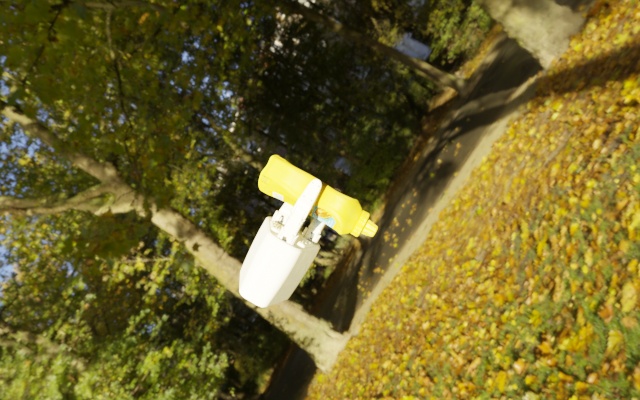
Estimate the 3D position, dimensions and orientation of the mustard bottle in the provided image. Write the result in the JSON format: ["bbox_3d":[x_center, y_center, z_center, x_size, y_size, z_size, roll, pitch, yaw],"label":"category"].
[{"bbox_3d":[0.000,0.002,0.734,0.191,0.058,0.096,29,-15,3],"label":"mustard bottle"}]
